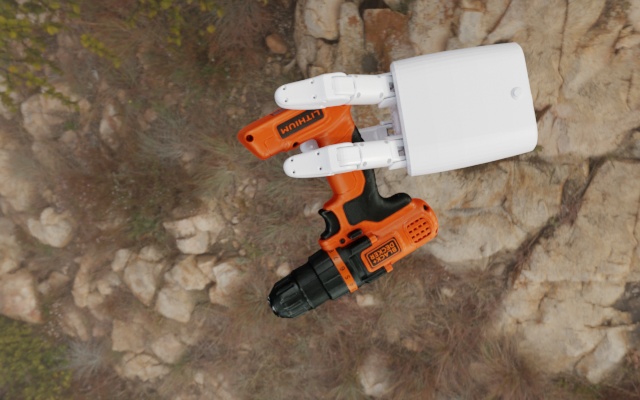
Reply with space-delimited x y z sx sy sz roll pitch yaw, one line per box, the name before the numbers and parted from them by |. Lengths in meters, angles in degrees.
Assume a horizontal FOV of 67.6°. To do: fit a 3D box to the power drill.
power drill | 0.000 0.001 0.450 0.184 0.188 0.057 -31 18 -6
